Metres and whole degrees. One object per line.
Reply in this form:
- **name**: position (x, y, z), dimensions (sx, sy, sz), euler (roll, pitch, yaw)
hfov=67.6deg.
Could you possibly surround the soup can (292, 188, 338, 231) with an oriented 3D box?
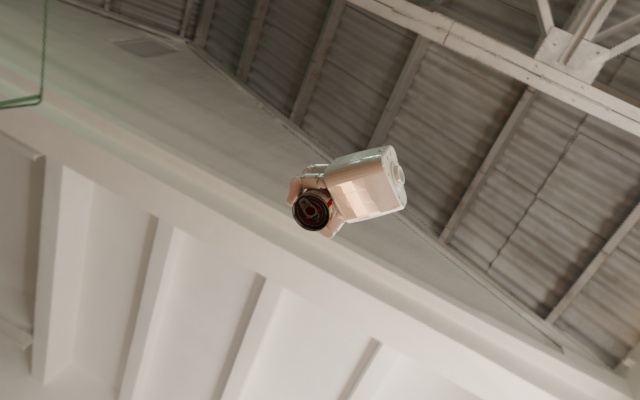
- **soup can**: position (0.000, 0.003, 0.845), dimensions (0.068, 0.068, 0.102), euler (0, 22, 21)
